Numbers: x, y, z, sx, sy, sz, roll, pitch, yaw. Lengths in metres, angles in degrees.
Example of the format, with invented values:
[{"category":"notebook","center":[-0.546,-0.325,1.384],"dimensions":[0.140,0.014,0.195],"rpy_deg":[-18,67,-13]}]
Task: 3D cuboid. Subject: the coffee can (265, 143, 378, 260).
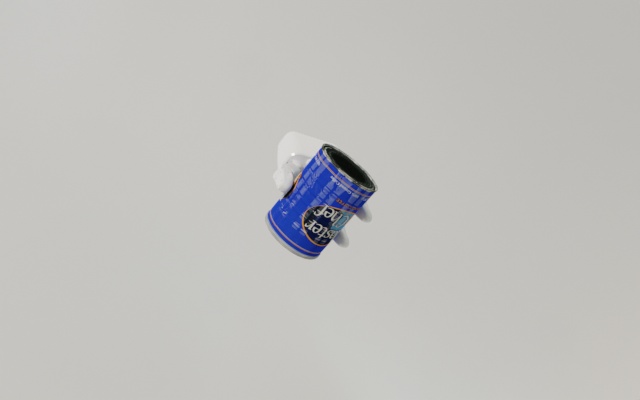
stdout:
[{"category":"coffee can","center":[0.000,0.002,0.701],"dimensions":[0.103,0.140,0.102],"rpy_deg":[36,19,-14]}]
